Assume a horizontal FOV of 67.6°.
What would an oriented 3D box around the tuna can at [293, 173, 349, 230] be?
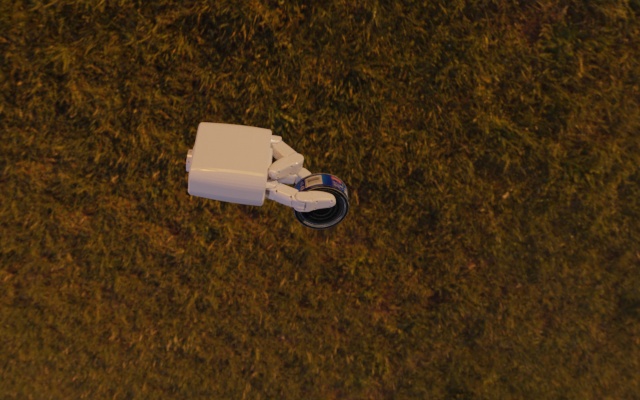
[{"bbox_3d":[0.000,0.003,0.717,0.086,0.086,0.033,0,39,-7],"label":"tuna can"}]
